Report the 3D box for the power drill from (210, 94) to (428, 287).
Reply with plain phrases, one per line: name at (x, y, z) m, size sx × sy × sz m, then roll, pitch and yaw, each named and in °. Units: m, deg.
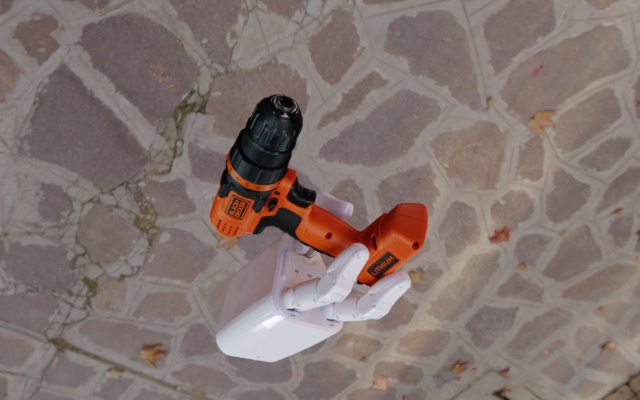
power drill at (0.000, 0.002, 0.439) m, size 0.187 × 0.057 × 0.184 m, roll 25°, pitch -38°, yaw -9°
